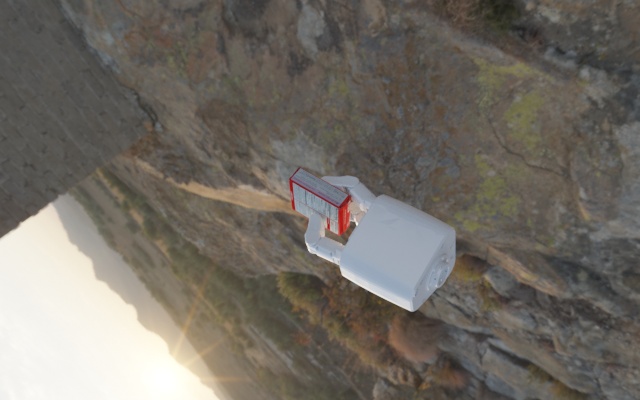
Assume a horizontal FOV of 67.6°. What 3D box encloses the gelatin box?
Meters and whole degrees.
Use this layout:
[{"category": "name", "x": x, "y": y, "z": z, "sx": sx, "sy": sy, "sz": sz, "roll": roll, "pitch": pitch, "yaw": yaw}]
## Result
[{"category": "gelatin box", "x": 0.000, "y": 0.002, "z": 0.672, "sx": 0.089, "sy": 0.030, "sz": 0.073, "roll": 29, "pitch": -29, "yaw": 20}]
